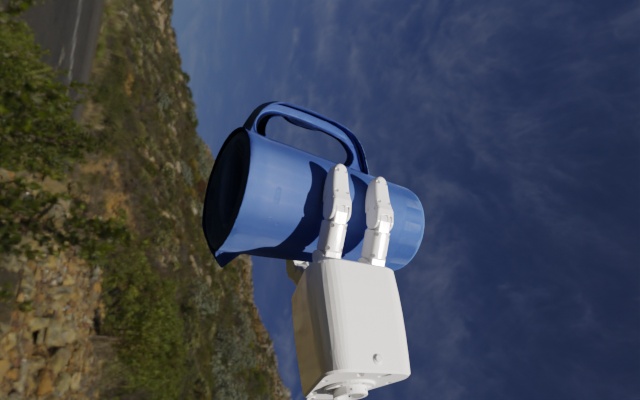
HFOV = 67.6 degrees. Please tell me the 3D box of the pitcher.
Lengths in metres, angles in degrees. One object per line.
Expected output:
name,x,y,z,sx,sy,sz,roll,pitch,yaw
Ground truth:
pitcher,0.000,0.002,0.549,0.243,0.145,0.149,14,-40,-28
